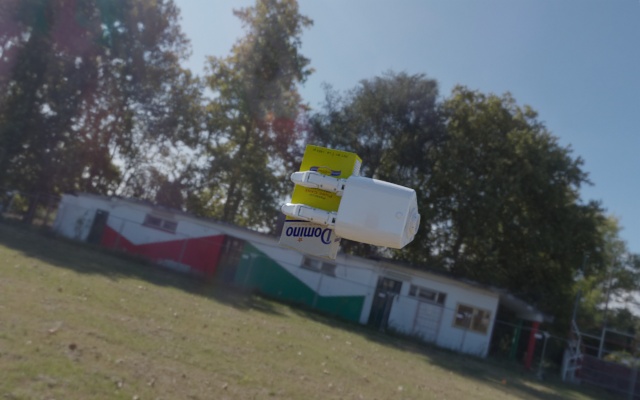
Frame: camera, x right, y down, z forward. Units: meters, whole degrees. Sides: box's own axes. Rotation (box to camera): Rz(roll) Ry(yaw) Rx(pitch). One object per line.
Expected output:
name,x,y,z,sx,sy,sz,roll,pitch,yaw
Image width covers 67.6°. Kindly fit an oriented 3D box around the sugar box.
sugar box,0.000,0.002,0.794,0.093,0.176,0.048,13,-8,21
